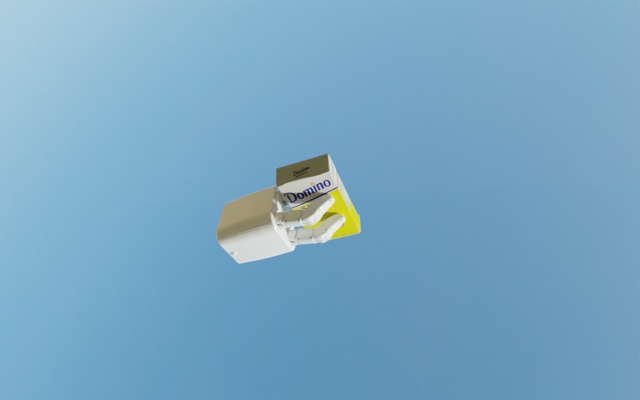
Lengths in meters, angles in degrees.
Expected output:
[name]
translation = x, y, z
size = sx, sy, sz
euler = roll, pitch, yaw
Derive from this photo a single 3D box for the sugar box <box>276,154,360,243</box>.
[sugar box]
translation = 0.000, 0.003, 0.815
size = 0.093, 0.048, 0.176
euler = -15, -39, 14
